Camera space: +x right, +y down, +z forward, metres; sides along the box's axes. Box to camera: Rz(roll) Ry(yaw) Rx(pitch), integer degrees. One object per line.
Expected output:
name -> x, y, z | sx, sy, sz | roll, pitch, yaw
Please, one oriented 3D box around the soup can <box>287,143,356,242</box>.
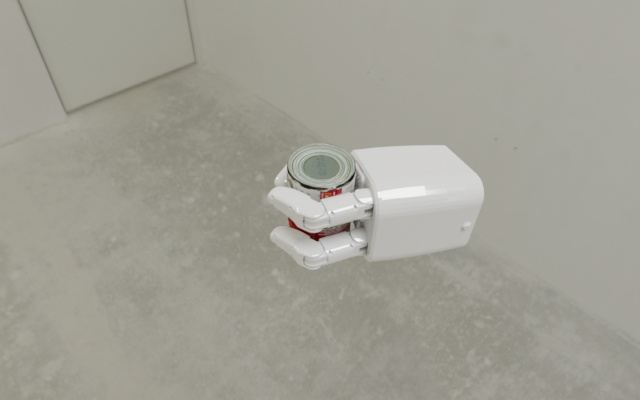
soup can -> 0.000, 0.001, 0.486 | 0.068, 0.068, 0.102 | 1, -45, -1
